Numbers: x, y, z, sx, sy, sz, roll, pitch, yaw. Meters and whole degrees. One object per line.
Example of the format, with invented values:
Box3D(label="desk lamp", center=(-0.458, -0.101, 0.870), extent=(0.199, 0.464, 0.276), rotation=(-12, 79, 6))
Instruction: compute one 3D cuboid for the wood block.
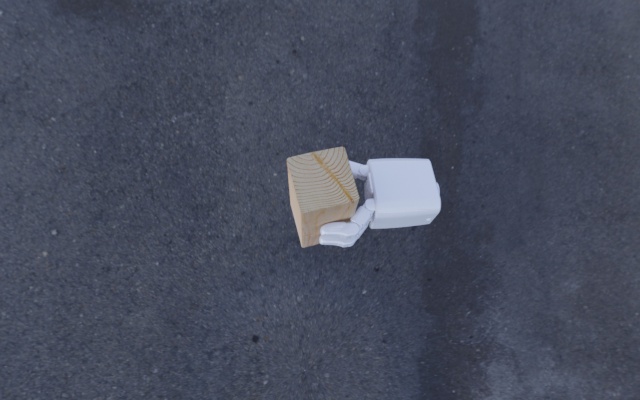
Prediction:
Box3D(label="wood block", center=(0.000, 0.002, 0.785), extent=(0.090, 0.090, 0.206), rotation=(-13, -19, -6))
